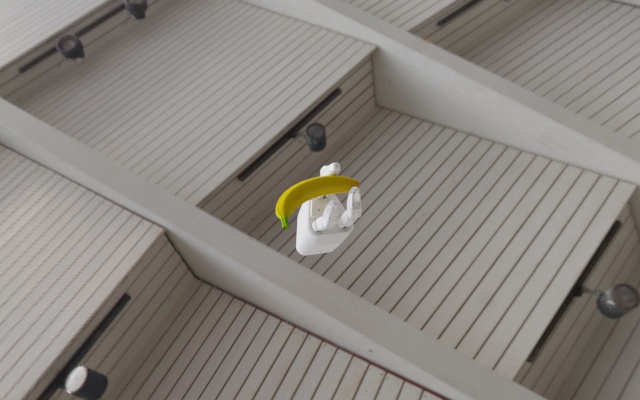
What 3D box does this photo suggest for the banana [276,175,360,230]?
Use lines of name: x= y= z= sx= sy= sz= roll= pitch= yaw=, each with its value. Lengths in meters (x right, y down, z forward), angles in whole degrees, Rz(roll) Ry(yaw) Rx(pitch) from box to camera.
banana: x=-0.014 y=-0.009 z=0.880 sx=0.197 sy=0.069 sz=0.037 roll=-30 pitch=-18 yaw=-34
